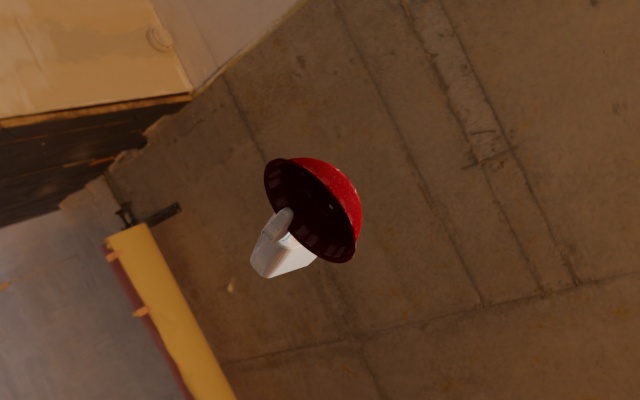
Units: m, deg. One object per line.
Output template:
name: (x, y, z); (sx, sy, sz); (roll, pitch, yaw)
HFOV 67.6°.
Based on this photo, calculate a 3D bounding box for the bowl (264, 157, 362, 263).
bowl: (0.001, 0.001, 0.620); (0.055, 0.162, 0.162); (-39, 21, -29)
